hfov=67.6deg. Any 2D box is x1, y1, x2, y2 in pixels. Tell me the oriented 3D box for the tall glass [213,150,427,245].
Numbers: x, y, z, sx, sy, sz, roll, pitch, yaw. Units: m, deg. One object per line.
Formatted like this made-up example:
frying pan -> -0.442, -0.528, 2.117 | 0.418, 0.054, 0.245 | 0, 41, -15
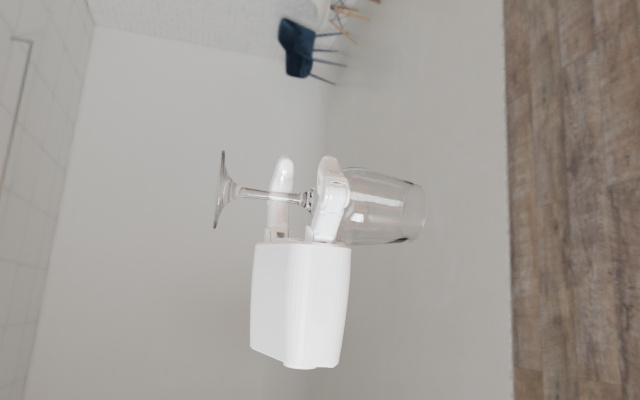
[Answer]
tall glass -> -0.001, 0.001, 0.468 | 0.201, 0.079, 0.079 | 7, -2, -14
